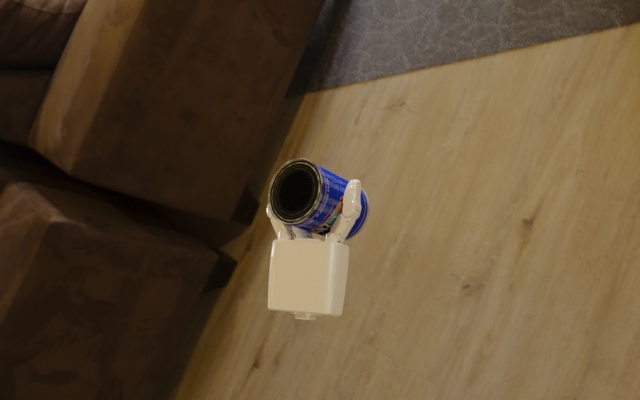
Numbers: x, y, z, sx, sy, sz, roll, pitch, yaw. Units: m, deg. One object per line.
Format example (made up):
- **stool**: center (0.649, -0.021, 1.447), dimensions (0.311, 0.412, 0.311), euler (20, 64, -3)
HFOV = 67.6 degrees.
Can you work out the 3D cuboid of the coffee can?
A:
- **coffee can**: center (0.000, 0.002, 0.761), dimensions (0.103, 0.102, 0.140), euler (0, -14, 36)
